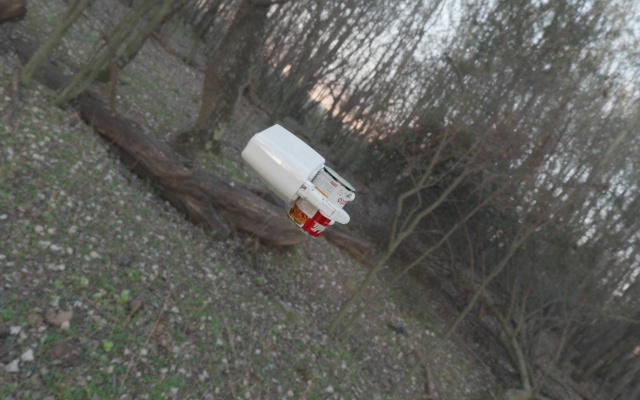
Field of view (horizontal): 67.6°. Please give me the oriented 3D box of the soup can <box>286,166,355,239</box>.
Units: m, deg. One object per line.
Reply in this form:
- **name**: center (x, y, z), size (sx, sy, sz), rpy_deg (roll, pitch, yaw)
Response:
- **soup can**: center (0.001, 0.003, 0.788), size (0.068, 0.102, 0.068), rpy_deg (38, 9, -7)
